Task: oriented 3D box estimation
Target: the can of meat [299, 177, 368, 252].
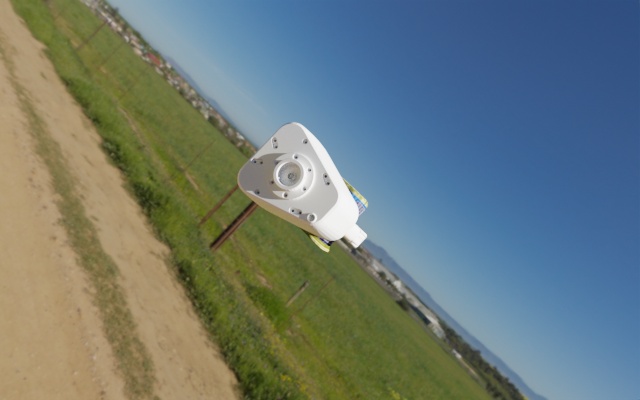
[{"bbox_3d":[0.000,0.002,0.631,0.102,0.084,0.057,44,1,20],"label":"can of meat"}]
